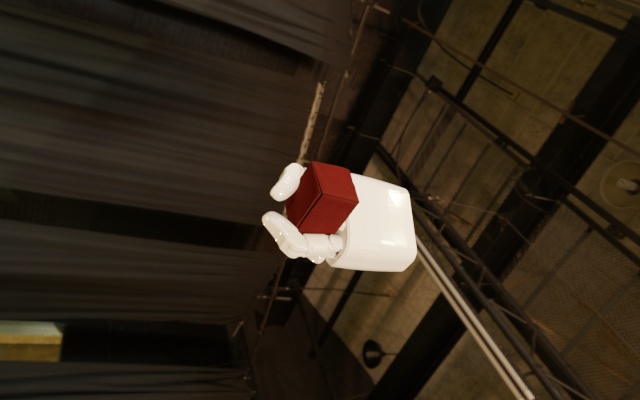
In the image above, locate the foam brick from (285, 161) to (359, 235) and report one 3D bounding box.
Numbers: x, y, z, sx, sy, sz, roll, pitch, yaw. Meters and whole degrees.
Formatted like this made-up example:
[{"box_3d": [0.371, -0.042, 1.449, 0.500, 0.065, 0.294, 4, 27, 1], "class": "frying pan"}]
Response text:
[{"box_3d": [0.000, 0.002, 0.549, 0.051, 0.053, 0.078, 11, -44, -27], "class": "foam brick"}]
